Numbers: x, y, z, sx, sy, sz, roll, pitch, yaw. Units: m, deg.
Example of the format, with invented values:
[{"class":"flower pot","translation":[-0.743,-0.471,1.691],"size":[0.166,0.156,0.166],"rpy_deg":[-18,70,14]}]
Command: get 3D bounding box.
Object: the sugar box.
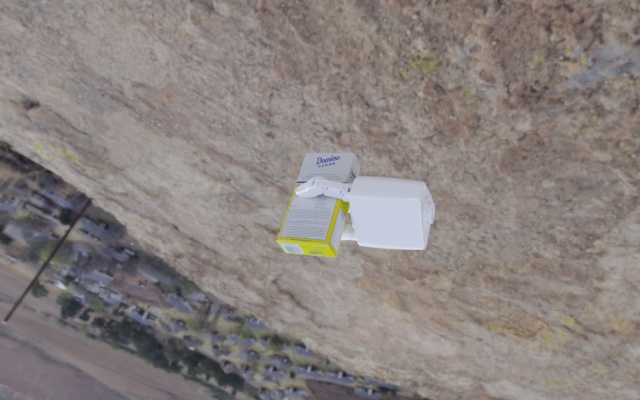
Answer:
[{"class":"sugar box","translation":[0.000,0.003,0.775],"size":[0.093,0.176,0.048],"rpy_deg":[3,-35,25]}]
